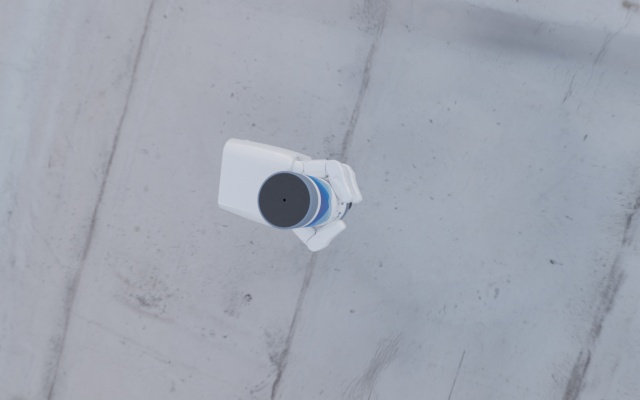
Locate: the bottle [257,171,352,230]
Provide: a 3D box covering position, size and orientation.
[{"bbox_3d":[0.000,0.002,0.678,0.069,0.069,0.296,0,-1,16],"label":"bottle"}]
